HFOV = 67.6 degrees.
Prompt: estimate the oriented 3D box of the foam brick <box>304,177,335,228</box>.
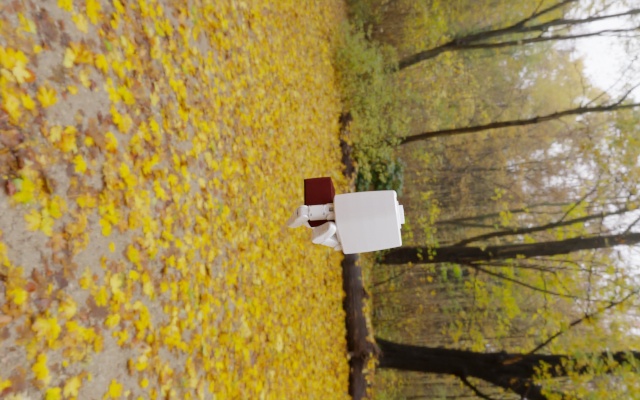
[{"bbox_3d":[0.000,0.003,0.875,0.051,0.078,0.053,-8,-30,10],"label":"foam brick"}]
